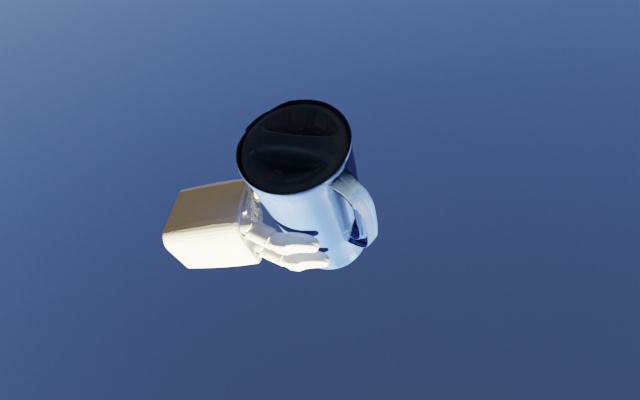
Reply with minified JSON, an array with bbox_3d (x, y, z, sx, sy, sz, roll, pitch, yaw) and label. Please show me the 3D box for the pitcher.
[{"bbox_3d":[0.000,0.002,0.619,0.145,0.149,0.243,-9,-33,9],"label":"pitcher"}]
